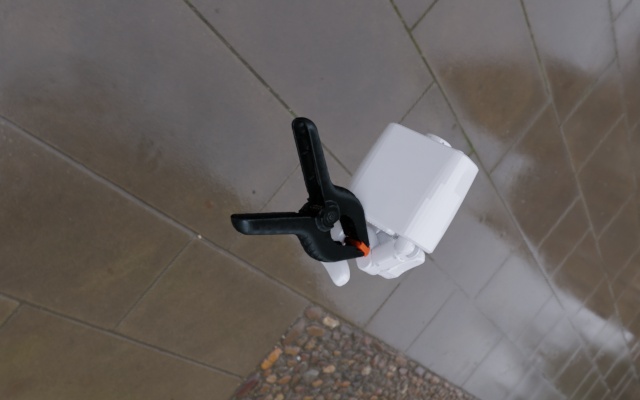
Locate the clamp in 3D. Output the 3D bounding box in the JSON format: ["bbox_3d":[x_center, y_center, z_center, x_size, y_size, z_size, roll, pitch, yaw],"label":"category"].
[{"bbox_3d":[0.001,0.002,0.472,0.039,0.120,0.171,26,-4,45],"label":"clamp"}]
